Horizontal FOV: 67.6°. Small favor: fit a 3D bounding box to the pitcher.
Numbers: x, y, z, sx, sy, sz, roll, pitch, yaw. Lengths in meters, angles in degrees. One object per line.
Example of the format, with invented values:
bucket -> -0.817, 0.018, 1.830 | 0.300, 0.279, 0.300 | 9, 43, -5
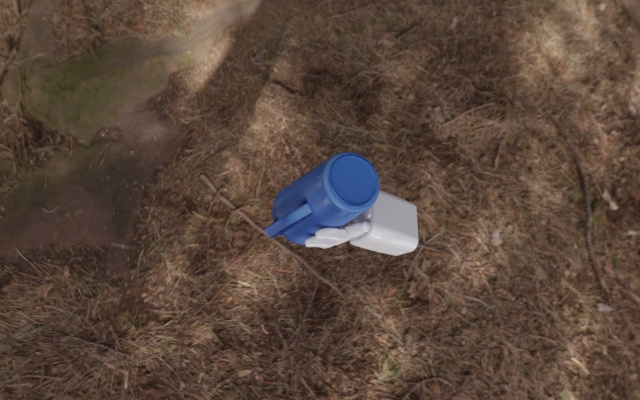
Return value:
pitcher -> 0.000, 0.003, 0.893 | 0.145, 0.149, 0.243 | 20, -22, -18
